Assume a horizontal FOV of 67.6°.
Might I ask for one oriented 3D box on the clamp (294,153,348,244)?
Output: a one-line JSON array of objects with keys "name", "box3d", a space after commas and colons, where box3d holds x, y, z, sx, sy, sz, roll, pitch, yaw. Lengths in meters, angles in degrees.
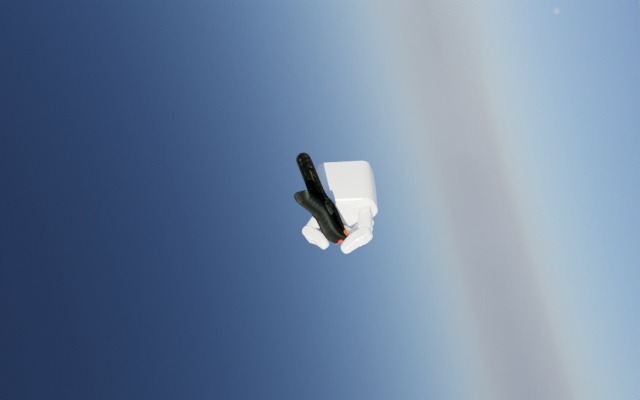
[{"name": "clamp", "box3d": [0.001, 0.003, 0.805, 0.039, 0.120, 0.172, -15, -44, 18]}]
